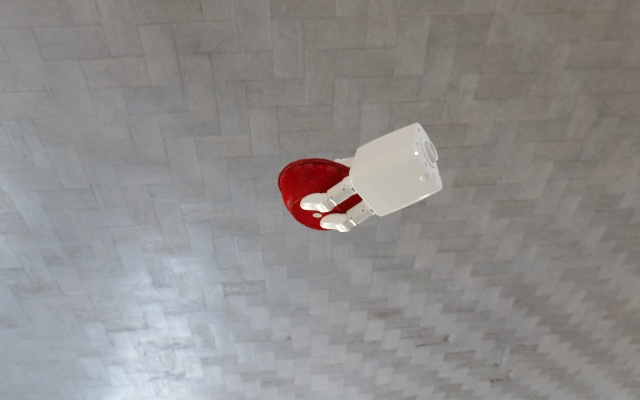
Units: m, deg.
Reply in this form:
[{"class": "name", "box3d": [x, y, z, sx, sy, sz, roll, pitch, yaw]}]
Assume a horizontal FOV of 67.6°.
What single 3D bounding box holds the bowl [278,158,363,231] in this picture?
[{"class": "bowl", "box3d": [-0.001, 0.003, 0.803, 0.162, 0.055, 0.162, 9, -36, 7]}]
